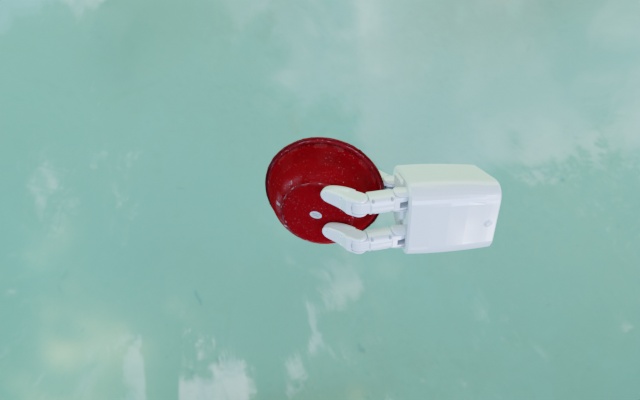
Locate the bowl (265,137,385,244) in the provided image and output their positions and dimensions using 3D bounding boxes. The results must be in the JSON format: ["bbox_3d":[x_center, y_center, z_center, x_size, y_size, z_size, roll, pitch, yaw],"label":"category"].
[{"bbox_3d":[-0.001,0.002,0.615,0.162,0.162,0.055,0,34,12],"label":"bowl"}]
